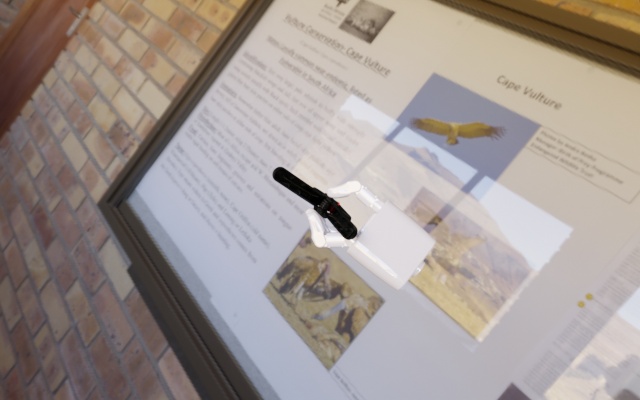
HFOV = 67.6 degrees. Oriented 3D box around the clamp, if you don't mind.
[{"bbox_3d":[0.001,0.002,0.819,0.164,0.036,0.210,40,5,5],"label":"clamp"}]
